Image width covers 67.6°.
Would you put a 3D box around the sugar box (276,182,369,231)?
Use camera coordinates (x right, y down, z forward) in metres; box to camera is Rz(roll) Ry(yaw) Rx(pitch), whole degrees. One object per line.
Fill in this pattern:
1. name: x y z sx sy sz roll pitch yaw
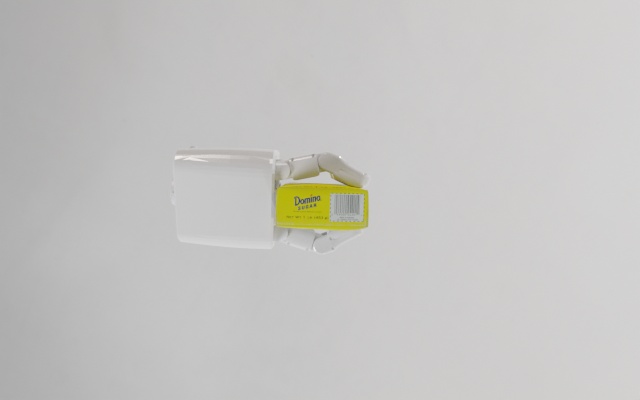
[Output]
1. sugar box: 0.000 0.001 0.554 0.093 0.048 0.176 2 6 -2
